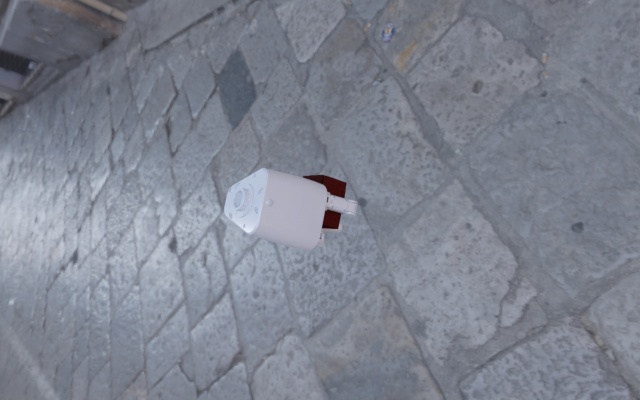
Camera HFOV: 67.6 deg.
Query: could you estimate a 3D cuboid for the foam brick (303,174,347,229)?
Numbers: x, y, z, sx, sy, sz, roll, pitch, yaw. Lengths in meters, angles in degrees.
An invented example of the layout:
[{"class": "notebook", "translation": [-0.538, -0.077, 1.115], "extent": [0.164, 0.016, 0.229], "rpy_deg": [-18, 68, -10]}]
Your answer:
[{"class": "foam brick", "translation": [0.000, 0.002, 0.745], "extent": [0.051, 0.078, 0.053], "rpy_deg": [17, -11, -37]}]
